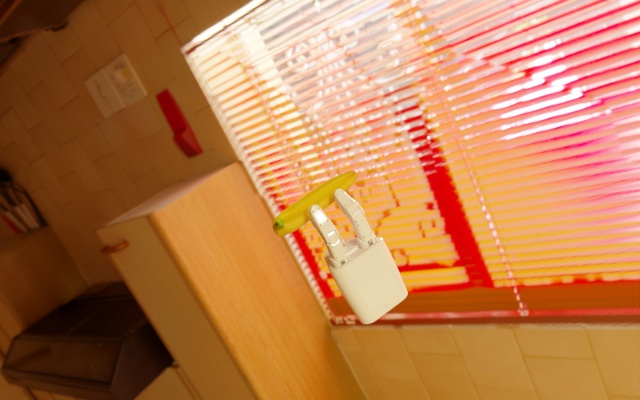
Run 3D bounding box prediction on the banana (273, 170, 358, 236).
[{"bbox_3d":[-0.014,0.009,0.756,0.069,0.037,0.197,-22,11,47],"label":"banana"}]
